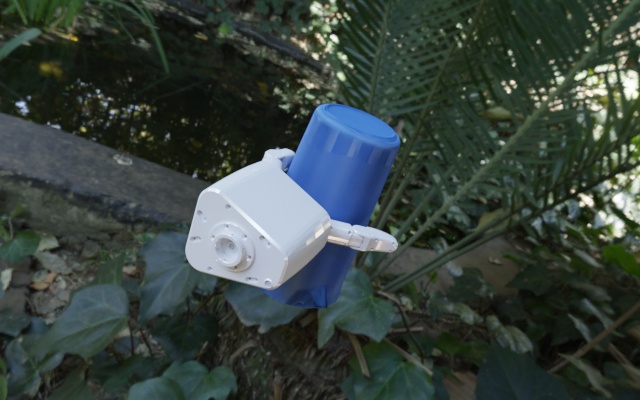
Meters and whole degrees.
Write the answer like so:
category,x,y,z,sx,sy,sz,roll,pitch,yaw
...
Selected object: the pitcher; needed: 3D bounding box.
category,x,y,z,sx,sy,sz,roll,pitch,yaw
pitcher,0.000,0.002,0.613,0.149,0.243,0.145,29,26,12
